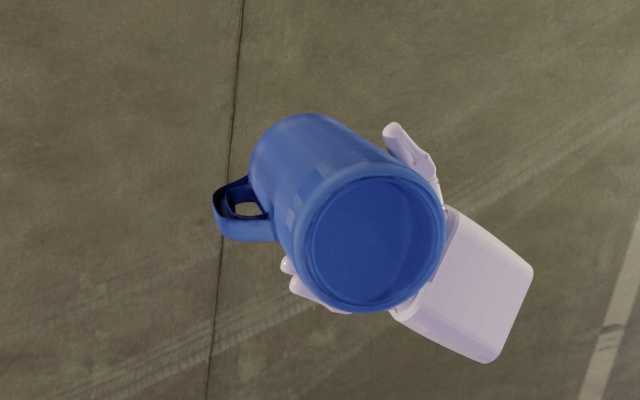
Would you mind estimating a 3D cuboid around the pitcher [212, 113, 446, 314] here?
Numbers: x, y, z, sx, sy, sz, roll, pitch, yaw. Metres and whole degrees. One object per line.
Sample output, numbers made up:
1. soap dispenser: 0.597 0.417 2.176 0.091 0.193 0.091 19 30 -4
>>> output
1. pitcher: 0.000 0.001 0.421 0.145 0.149 0.242 34 5 -18
